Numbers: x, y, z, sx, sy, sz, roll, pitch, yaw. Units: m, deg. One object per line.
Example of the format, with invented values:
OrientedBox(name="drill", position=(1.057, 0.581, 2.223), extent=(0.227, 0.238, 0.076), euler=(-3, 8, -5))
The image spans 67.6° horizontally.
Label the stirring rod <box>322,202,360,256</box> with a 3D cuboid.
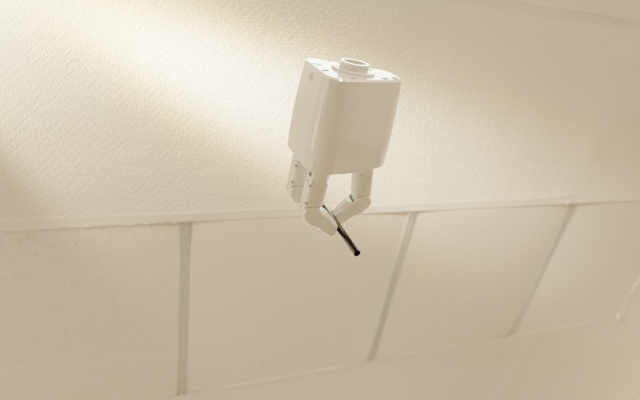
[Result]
OrientedBox(name="stirring rod", position=(0.000, 0.002, 0.633), extent=(0.011, 0.011, 0.239), euler=(0, 28, -23))
